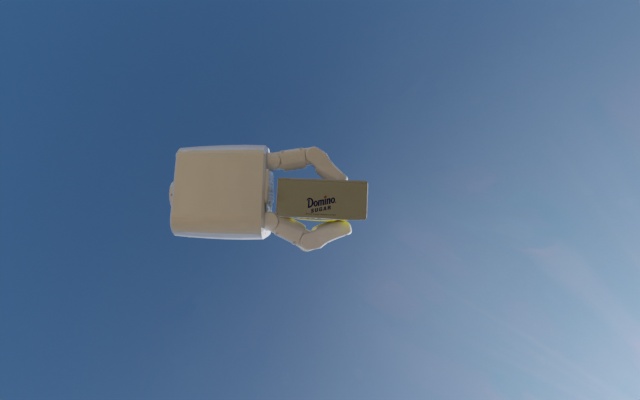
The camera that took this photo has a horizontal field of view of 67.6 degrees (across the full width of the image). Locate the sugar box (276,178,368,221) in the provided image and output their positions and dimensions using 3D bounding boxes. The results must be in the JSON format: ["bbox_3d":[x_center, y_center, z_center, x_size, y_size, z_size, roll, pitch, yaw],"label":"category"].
[{"bbox_3d":[0.000,0.002,0.560,0.093,0.048,0.176,2,0,0],"label":"sugar box"}]
